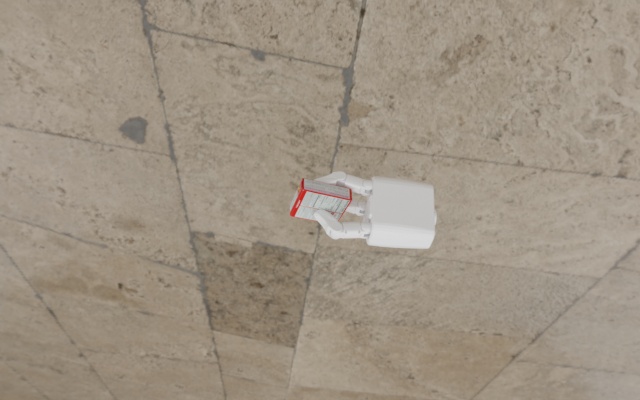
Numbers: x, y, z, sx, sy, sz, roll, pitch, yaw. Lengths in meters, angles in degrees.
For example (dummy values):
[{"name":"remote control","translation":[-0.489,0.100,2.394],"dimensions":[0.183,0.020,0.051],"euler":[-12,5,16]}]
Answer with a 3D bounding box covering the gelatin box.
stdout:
[{"name":"gelatin box","translation":[0.000,0.003,0.809],"dimensions":[0.089,0.030,0.073],"euler":[11,-41,-16]}]
